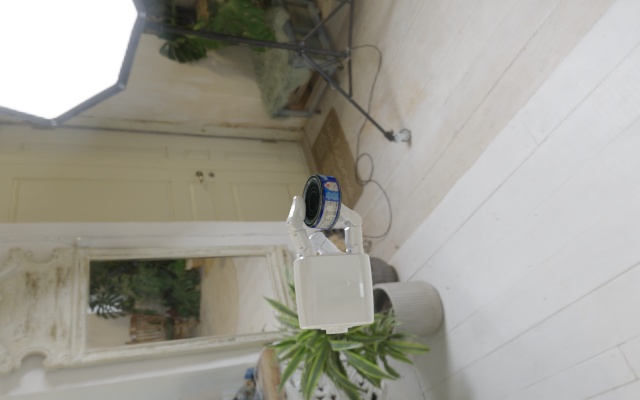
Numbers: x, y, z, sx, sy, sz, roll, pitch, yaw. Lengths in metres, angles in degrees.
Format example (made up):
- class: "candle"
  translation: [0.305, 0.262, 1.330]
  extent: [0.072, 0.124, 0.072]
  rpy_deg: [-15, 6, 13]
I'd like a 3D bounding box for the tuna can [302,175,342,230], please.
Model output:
- class: "tuna can"
  translation: [0.000, 0.002, 0.751]
  extent: [0.034, 0.086, 0.086]
  rpy_deg: [6, -2, -23]
